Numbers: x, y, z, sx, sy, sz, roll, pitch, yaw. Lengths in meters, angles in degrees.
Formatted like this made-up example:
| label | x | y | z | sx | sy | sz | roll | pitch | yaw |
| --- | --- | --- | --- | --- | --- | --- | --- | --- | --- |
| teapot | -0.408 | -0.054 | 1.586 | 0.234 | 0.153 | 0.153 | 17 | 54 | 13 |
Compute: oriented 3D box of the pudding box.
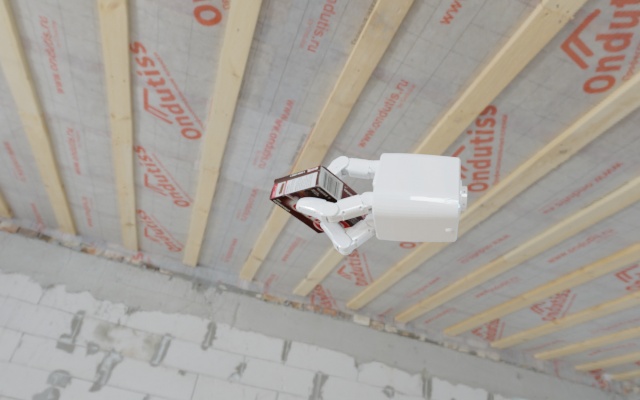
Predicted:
| label | x | y | z | sx | sy | sz | roll | pitch | yaw |
| --- | --- | --- | --- | --- | --- | --- | --- | --- | --- |
| pudding box | 0.000 | 0.002 | 0.666 | 0.090 | 0.039 | 0.113 | -15 | -40 | 37 |
